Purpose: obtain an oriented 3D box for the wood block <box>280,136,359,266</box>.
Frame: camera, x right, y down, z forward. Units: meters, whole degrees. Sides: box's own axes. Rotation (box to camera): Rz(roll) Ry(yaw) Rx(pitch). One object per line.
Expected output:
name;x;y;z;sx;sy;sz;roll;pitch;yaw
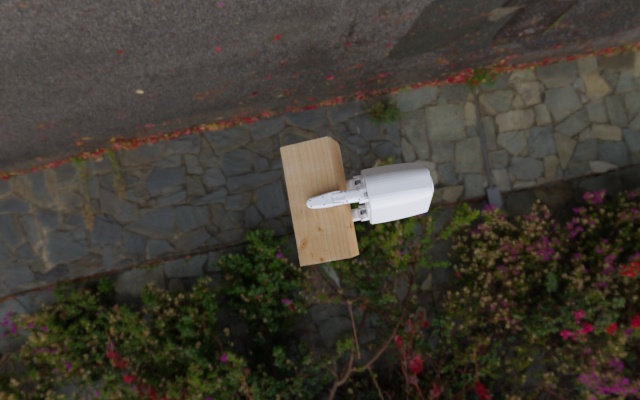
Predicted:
wood block;0.000;0.003;0.837;0.090;0.206;0.091;-11;-5;13
